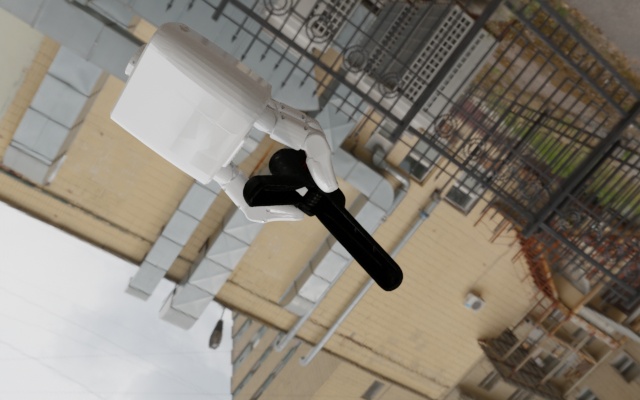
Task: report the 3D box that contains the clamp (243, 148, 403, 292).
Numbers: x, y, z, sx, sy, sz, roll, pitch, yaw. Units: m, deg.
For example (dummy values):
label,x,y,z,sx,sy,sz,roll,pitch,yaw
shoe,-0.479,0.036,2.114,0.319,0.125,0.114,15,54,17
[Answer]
label,x,y,z,sx,sy,sz,roll,pitch,yaw
clamp,-0.001,0.002,0.475,0.164,0.036,0.210,37,13,-16
